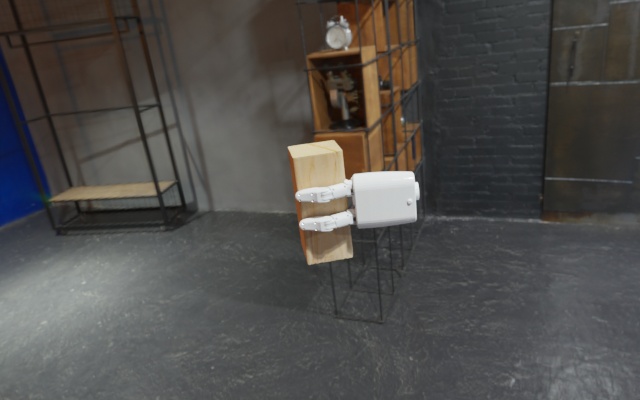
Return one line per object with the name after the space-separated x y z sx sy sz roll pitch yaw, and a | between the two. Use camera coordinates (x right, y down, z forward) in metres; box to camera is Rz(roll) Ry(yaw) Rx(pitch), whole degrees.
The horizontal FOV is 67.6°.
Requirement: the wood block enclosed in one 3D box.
0.000 0.003 0.889 0.090 0.206 0.090 -9 21 -6 | wood block
